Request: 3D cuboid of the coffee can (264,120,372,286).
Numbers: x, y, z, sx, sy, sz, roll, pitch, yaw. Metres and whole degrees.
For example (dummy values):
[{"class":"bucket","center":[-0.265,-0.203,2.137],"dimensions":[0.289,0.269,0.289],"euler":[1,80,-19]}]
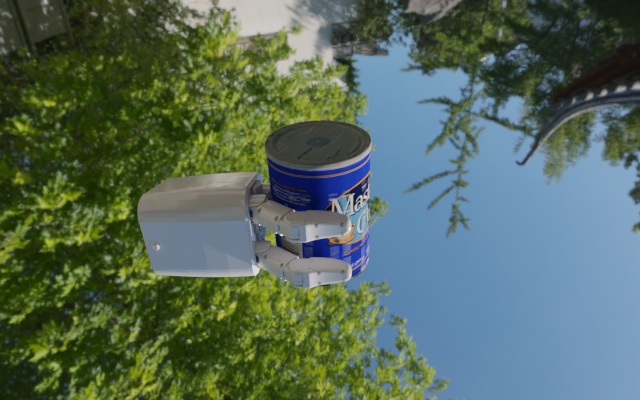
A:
[{"class":"coffee can","center":[0.000,0.001,0.493],"dimensions":[0.103,0.140,0.102],"euler":[-2,31,1]}]
